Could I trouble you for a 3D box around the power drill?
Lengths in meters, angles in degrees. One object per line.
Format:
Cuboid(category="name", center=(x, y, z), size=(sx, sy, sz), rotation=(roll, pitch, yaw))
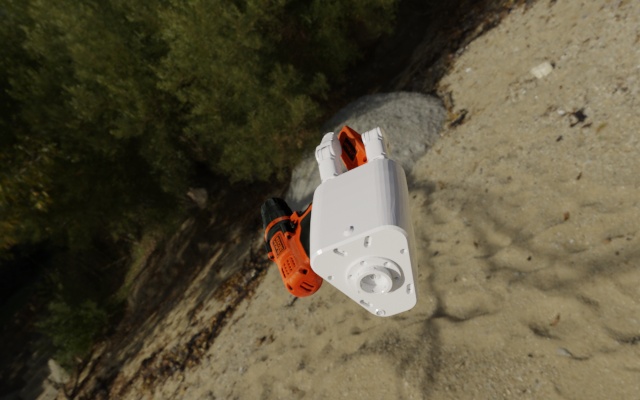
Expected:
Cuboid(category="power drill", center=(0.000, 0.002, 0.597), size=(0.057, 0.188, 0.184), rotation=(28, 19, -34))
